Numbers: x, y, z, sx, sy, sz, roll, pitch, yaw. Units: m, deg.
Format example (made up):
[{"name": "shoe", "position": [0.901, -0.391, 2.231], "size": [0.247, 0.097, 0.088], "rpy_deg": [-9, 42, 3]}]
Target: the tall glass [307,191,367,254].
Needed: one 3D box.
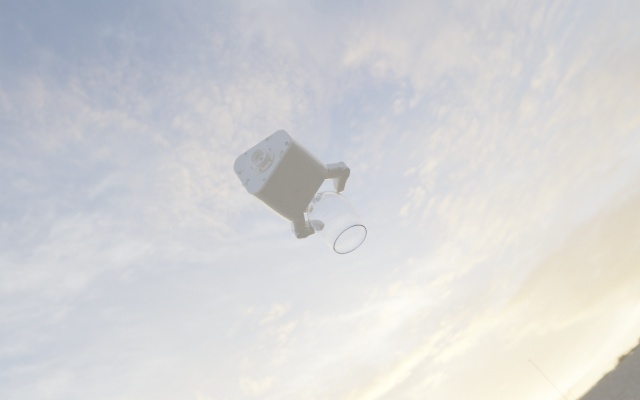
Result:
[{"name": "tall glass", "position": [0.000, 0.002, 0.820], "size": [0.079, 0.079, 0.201], "rpy_deg": [0, 37, -37]}]
